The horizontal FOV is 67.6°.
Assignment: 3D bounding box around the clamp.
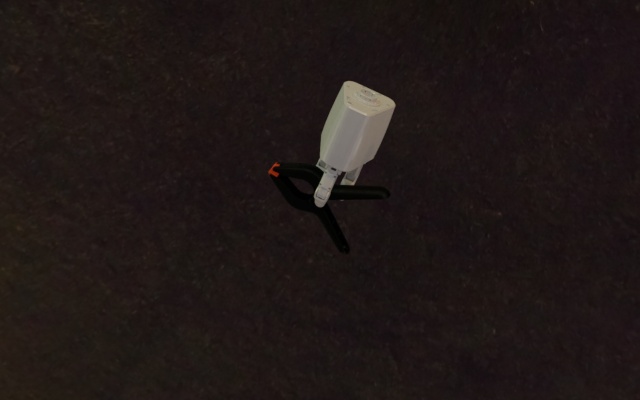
[{"bbox_3d":[-0.001,0.003,0.858,0.210,0.165,0.036,25,34,3],"label":"clamp"}]
